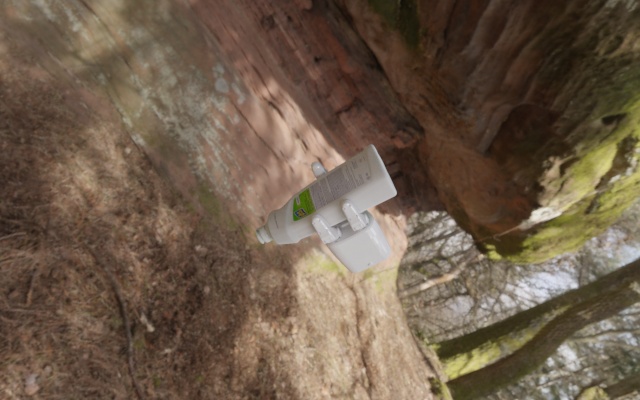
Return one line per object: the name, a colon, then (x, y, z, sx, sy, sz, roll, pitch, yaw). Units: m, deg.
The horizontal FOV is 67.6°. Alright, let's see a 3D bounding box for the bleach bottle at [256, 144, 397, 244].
bleach bottle: (0.000, 0.003, 0.832, 0.251, 0.102, 0.068, -27, -46, 11)
